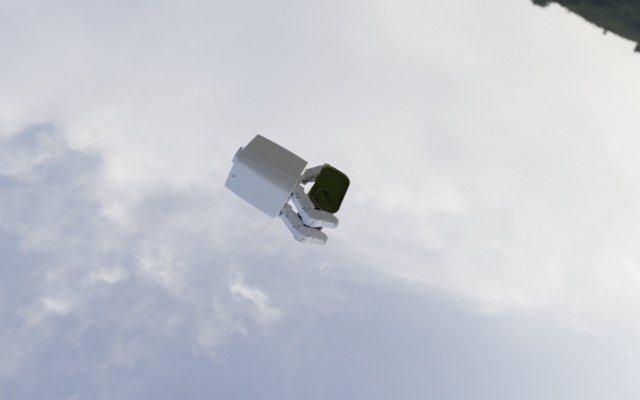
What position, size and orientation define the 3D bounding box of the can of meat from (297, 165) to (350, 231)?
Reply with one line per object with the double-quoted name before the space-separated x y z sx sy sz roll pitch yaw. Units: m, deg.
"can of meat" 0.000 0.003 0.837 0.057 0.102 0.084 30 -44 -5
